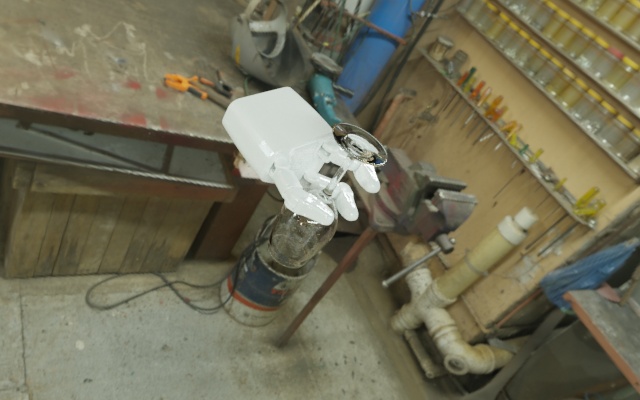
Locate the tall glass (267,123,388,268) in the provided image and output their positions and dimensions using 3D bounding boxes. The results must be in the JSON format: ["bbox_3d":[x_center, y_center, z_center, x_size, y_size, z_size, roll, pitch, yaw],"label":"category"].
[{"bbox_3d":[0.000,0.002,0.610,0.079,0.079,0.201,0,-44,-40],"label":"tall glass"}]
